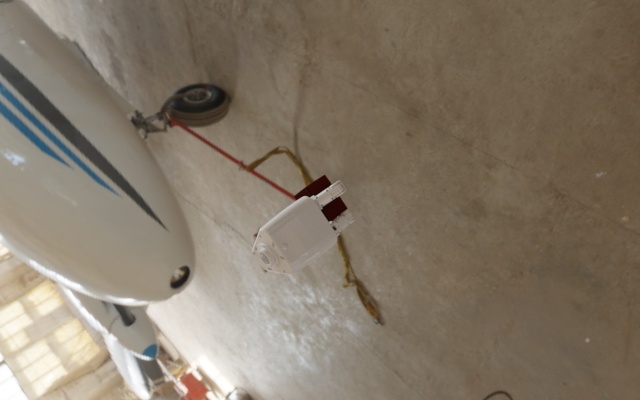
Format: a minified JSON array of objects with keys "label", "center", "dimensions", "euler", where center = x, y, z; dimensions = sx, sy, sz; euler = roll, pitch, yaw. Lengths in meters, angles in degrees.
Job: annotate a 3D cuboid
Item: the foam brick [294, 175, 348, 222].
[{"label":"foam brick","center":[0.000,0.003,0.870],"dimensions":[0.051,0.078,0.053],"euler":[-35,2,-34]}]
